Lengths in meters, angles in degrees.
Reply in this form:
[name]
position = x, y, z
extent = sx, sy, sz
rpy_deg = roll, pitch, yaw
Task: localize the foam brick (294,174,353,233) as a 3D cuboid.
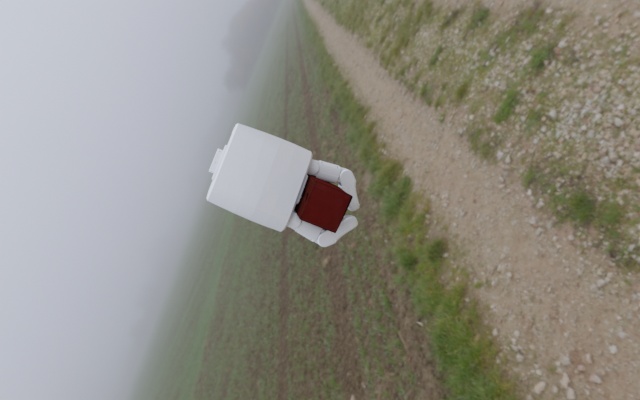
[foam brick]
position = 0.000, 0.002, 0.616
extent = 0.051, 0.053, 0.078
rpy_deg = 23, 5, -14
